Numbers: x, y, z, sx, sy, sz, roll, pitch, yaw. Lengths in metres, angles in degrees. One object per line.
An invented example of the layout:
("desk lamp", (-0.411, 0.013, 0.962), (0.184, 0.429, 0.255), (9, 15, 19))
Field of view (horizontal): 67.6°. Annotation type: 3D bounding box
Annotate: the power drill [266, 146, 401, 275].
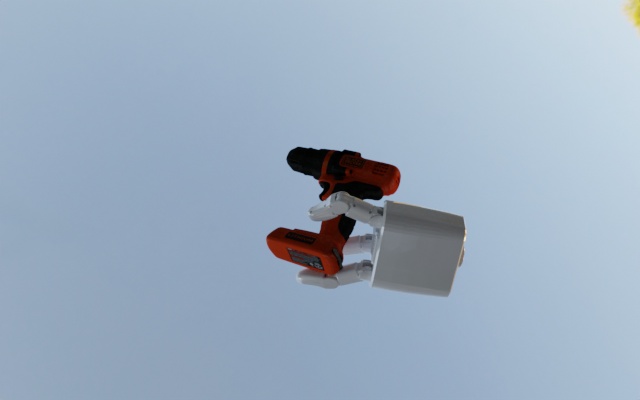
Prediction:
("power drill", (0.000, 0.003, 0.680), (0.184, 0.187, 0.057), (14, -32, 27))
